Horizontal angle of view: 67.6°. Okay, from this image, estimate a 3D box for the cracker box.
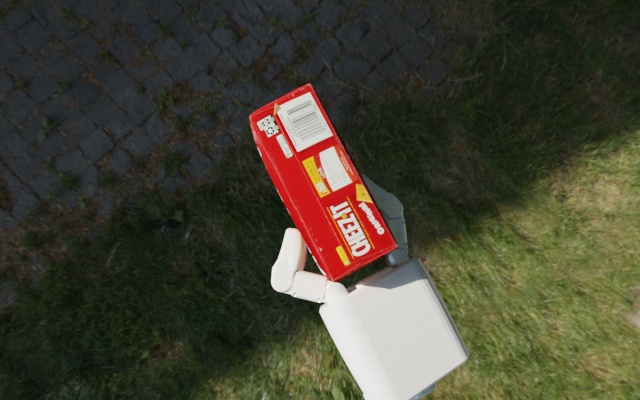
[{"bbox_3d":[0.000,0.002,0.502,0.072,0.164,0.214,-27,-9,-5],"label":"cracker box"}]
